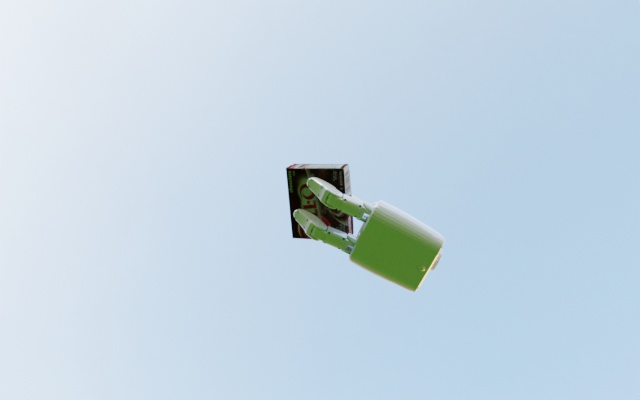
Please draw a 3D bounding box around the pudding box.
[{"bbox_3d":[0.000,0.002,0.708,0.090,0.113,0.039,1,15,19],"label":"pudding box"}]
